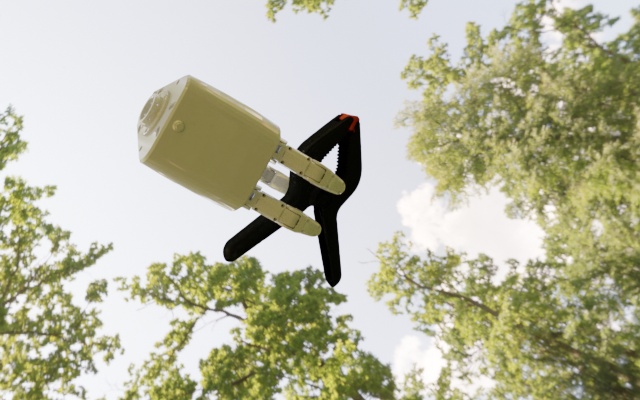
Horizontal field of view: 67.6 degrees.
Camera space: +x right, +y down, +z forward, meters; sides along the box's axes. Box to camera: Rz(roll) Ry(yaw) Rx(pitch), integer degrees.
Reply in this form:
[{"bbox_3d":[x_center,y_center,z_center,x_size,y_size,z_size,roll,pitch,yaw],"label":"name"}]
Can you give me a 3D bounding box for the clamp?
[{"bbox_3d":[0.000,0.001,0.560,0.165,0.210,0.036,29,-1,-37],"label":"clamp"}]
